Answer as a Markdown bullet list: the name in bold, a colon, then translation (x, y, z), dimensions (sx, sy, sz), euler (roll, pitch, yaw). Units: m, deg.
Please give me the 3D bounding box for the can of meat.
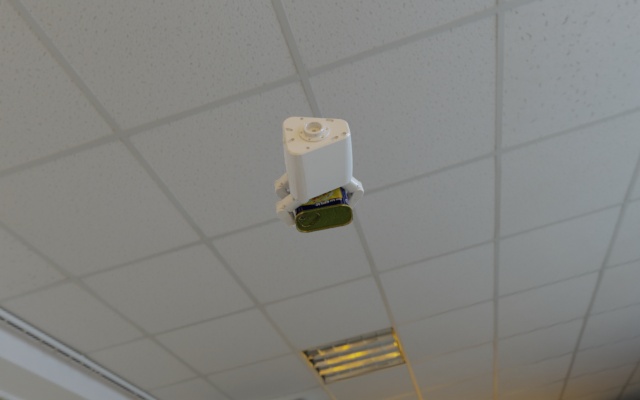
- **can of meat**: translation (0.000, 0.003, 0.859), dimensions (0.102, 0.083, 0.057), euler (-11, -40, -2)
